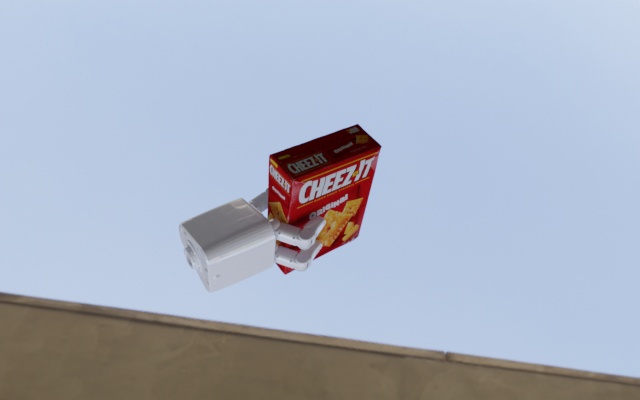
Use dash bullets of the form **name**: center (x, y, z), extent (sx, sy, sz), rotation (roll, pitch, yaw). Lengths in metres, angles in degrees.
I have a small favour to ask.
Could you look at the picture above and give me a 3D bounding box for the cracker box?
- **cracker box**: center (0.000, 0.003, 0.761), extent (0.164, 0.214, 0.072), rotation (-24, 54, -29)
